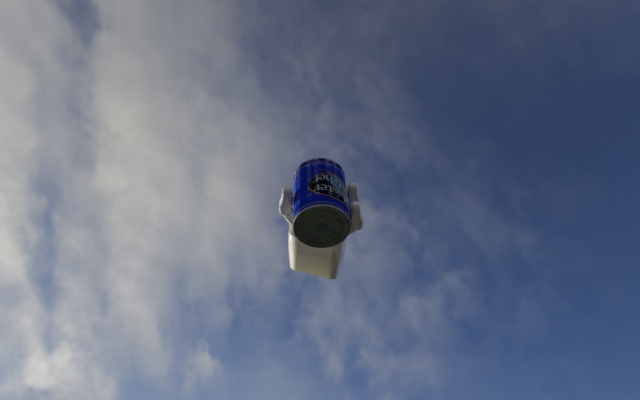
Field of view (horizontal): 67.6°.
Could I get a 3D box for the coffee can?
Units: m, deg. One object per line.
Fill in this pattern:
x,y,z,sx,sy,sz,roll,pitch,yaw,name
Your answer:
0.000,0.003,0.889,0.103,0.103,0.140,0,41,-2,coffee can
